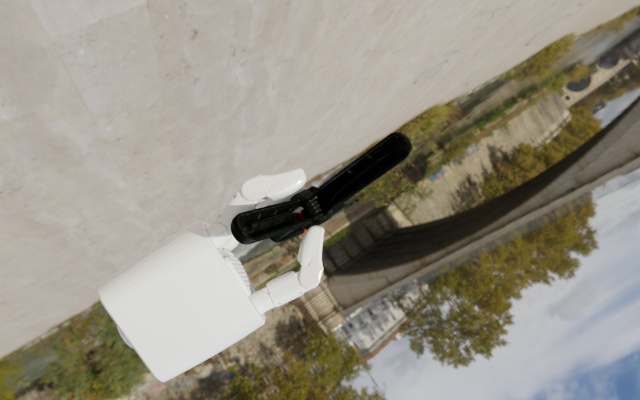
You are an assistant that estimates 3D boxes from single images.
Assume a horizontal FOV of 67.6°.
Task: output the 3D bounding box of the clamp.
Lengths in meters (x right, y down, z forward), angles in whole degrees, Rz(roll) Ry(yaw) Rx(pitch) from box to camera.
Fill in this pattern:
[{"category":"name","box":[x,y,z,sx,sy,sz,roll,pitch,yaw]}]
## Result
[{"category":"clamp","box":[0.000,0.002,0.467,0.164,0.036,0.210,-28,-7,-6]}]
